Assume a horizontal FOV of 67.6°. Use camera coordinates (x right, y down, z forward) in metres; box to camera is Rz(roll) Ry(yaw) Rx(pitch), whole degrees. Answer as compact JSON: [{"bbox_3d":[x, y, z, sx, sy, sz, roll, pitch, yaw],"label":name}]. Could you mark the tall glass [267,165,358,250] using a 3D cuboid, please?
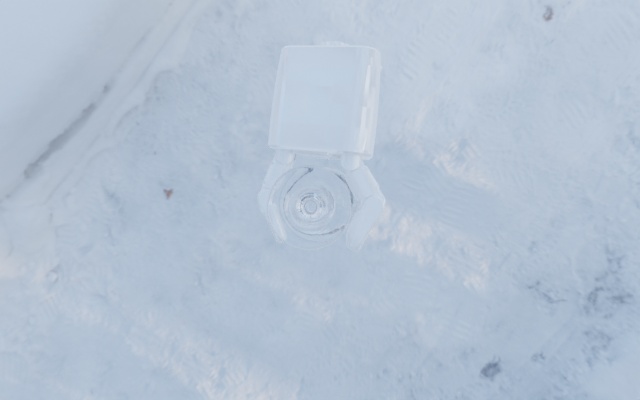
[{"bbox_3d":[0.000,0.002,0.512,0.079,0.079,0.201,0,2,6],"label":"tall glass"}]
